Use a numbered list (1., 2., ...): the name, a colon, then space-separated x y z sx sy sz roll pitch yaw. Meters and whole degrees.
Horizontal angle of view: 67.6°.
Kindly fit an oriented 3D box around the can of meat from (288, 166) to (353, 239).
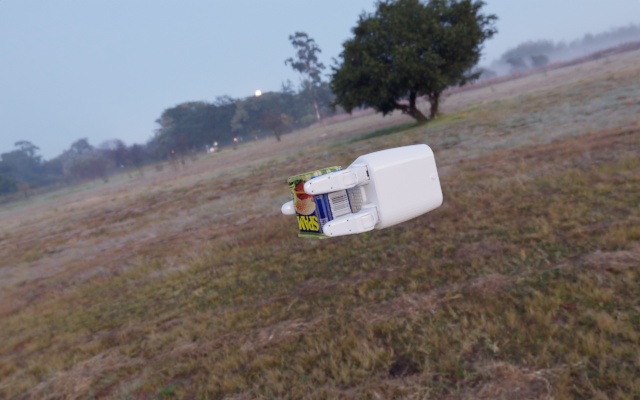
1. can of meat: 0.000 0.002 0.633 0.057 0.084 0.102 -15 4 -23
